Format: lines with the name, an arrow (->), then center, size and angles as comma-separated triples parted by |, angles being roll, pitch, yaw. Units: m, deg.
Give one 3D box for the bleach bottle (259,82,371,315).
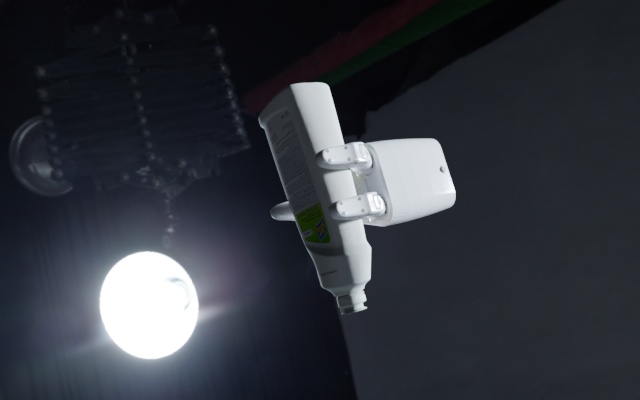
bleach bottle -> 0.000, 0.002, 0.539 | 0.068, 0.251, 0.102 | -11, -9, -29
